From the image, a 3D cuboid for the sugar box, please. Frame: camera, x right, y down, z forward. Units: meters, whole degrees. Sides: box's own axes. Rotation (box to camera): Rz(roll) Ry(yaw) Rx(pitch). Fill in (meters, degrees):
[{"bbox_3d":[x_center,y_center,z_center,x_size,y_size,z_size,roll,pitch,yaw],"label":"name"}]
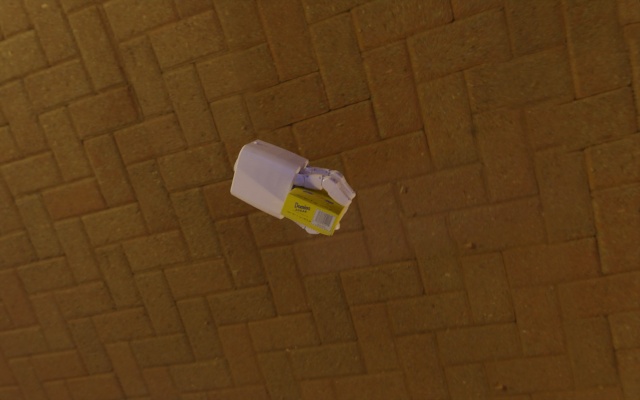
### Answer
[{"bbox_3d":[0.000,0.002,0.845,0.093,0.048,0.176,24,19,5],"label":"sugar box"}]
